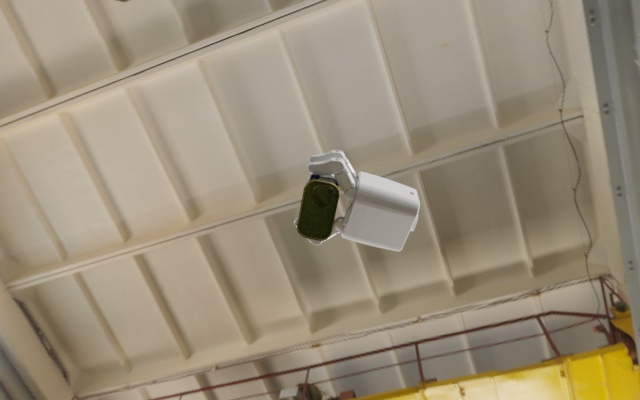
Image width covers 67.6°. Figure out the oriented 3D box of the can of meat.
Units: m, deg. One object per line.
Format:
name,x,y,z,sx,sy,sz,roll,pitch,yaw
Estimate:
can of meat,0.000,0.003,0.795,0.057,0.102,0.084,12,22,2
